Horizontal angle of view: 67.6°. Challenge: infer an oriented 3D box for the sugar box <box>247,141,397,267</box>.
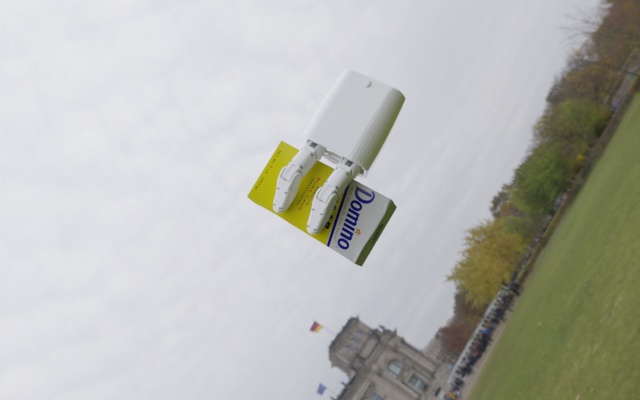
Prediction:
[{"bbox_3d":[0.000,0.002,0.625,0.176,0.093,0.048,29,-4,23],"label":"sugar box"}]
